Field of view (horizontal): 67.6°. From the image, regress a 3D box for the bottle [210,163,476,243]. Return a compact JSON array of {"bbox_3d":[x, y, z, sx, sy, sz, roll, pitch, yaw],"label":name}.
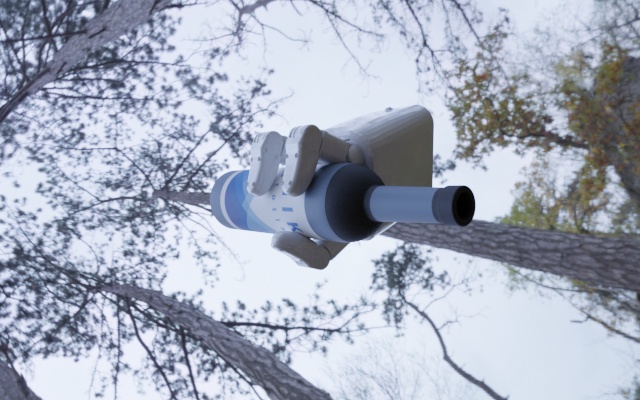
[{"bbox_3d":[0.000,0.001,0.426,0.069,0.069,0.295,0,1,-40],"label":"bottle"}]
